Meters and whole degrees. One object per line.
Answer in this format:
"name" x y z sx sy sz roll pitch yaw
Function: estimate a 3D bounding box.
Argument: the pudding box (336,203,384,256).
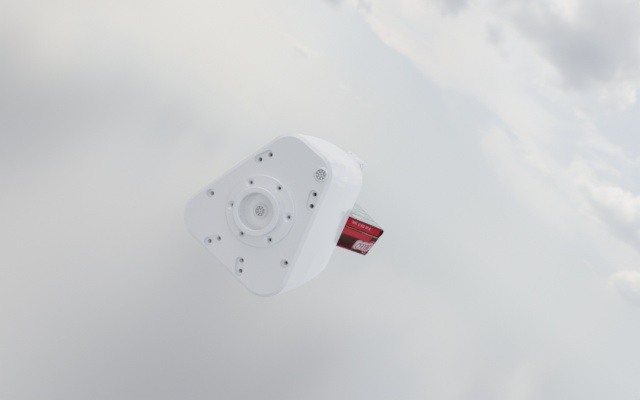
"pudding box" 0.000 0.001 0.483 0.090 0.039 0.113 25 19 -50
